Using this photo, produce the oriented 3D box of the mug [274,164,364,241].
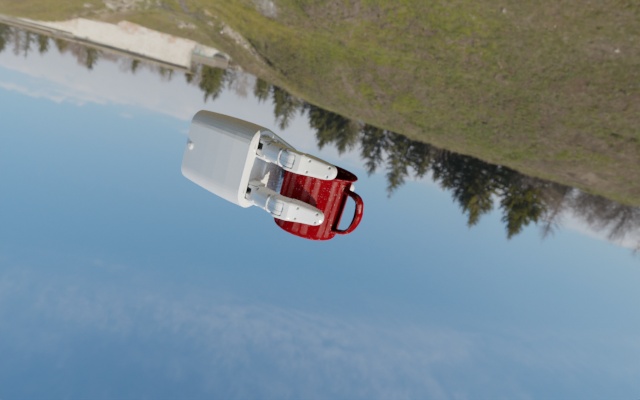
[{"bbox_3d":[0.001,0.003,0.582,0.117,0.081,0.093,24,16,28],"label":"mug"}]
